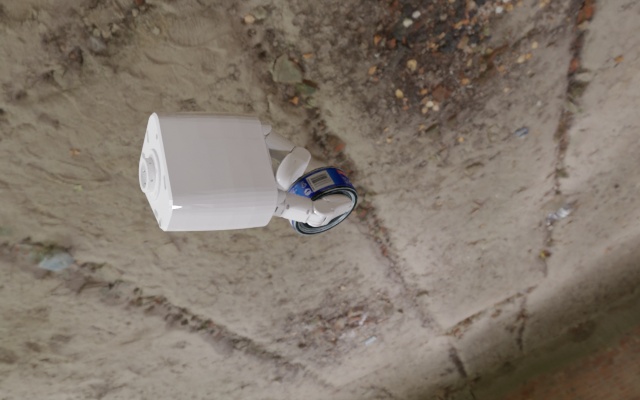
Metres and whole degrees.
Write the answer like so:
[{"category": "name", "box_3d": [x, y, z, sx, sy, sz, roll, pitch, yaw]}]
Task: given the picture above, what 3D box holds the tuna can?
[{"category": "tuna can", "box_3d": [0.000, 0.002, 0.557, 0.086, 0.033, 0.086, -22, -32, -15]}]
